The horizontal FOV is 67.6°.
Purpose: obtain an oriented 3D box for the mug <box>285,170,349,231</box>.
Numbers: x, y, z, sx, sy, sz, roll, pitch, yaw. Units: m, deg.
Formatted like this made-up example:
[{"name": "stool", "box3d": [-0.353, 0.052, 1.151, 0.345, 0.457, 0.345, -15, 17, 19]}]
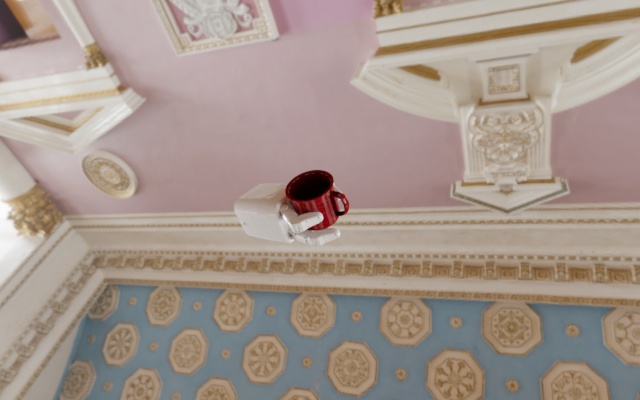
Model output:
[{"name": "mug", "box3d": [0.002, 0.003, 0.893, 0.117, 0.082, 0.093, 4, 43, 27]}]
